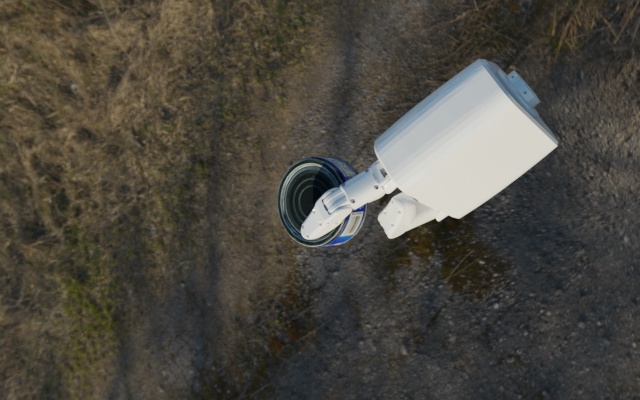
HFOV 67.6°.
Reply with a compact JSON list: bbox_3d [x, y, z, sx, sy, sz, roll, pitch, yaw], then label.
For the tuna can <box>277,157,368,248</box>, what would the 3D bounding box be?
[{"bbox_3d":[0.000,0.002,0.454,0.086,0.086,0.034,0,2,37],"label":"tuna can"}]
